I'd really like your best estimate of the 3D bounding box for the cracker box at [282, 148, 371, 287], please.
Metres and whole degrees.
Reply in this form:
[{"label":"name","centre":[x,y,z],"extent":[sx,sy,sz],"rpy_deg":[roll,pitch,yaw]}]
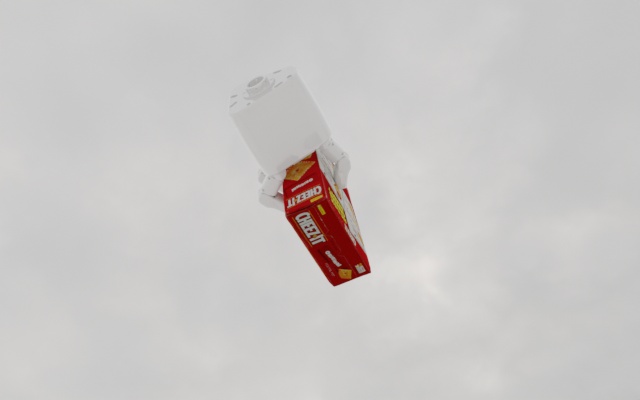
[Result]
[{"label":"cracker box","centre":[0.000,0.002,0.750],"extent":[0.072,0.164,0.213],"rpy_deg":[-25,36,10]}]
